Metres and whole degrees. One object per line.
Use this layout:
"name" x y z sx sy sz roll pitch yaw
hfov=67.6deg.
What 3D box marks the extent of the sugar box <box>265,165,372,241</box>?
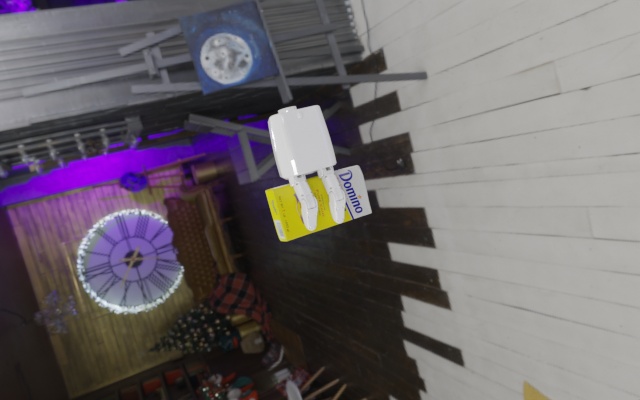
"sugar box" 0.000 0.003 0.843 0.176 0.093 0.048 -18 7 -23
